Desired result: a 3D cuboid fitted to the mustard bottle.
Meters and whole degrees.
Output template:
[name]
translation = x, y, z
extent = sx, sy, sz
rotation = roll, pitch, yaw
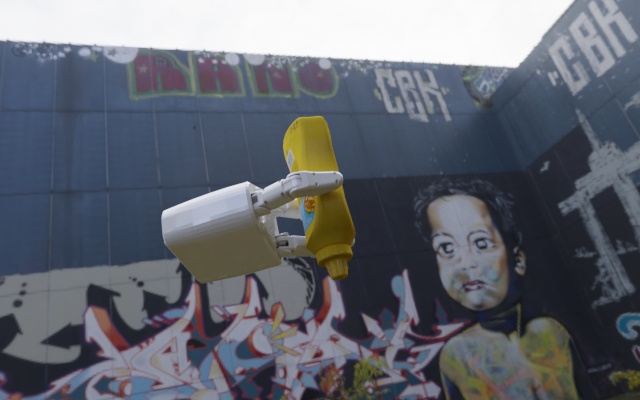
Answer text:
[mustard bottle]
translation = 0.000, 0.002, 0.568
extent = 0.058, 0.191, 0.096
rotation = -6, -26, -16
